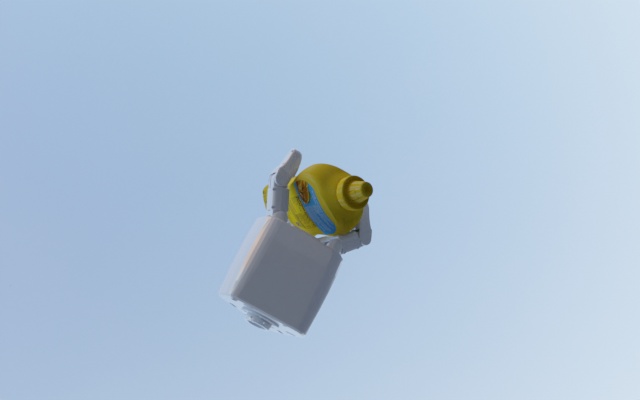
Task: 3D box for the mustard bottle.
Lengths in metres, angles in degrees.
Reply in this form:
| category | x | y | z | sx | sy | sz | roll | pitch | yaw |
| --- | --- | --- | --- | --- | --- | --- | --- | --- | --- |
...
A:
| category | x | y | z | sx | sy | sz | roll | pitch | yaw |
| --- | --- | --- | --- | --- | --- | --- | --- | --- | --- |
| mustard bottle | 0.000 | 0.002 | 0.611 | 0.058 | 0.096 | 0.191 | -36 | 11 | -32 |
